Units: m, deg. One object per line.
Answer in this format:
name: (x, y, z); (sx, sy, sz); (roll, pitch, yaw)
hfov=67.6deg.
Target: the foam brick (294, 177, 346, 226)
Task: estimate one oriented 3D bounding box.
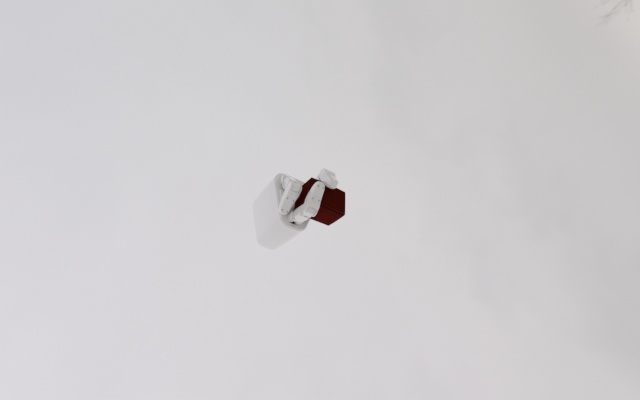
foam brick: (0.000, 0.003, 0.867); (0.078, 0.053, 0.051); (23, -39, -24)
